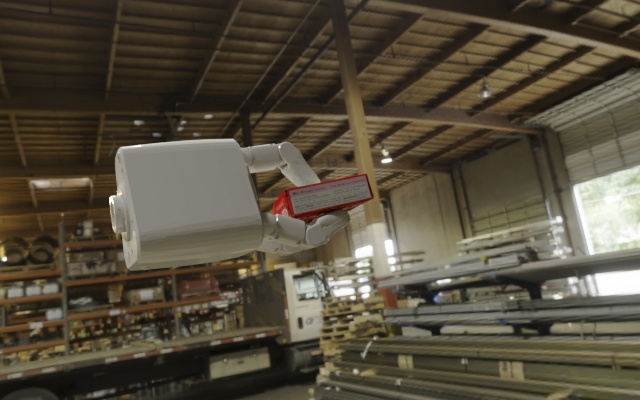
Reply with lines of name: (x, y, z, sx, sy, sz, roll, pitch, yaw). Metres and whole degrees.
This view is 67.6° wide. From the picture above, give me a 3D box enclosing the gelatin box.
gelatin box: (0.000, 0.001, 0.494, 0.089, 0.030, 0.073, -13, -7, -17)
